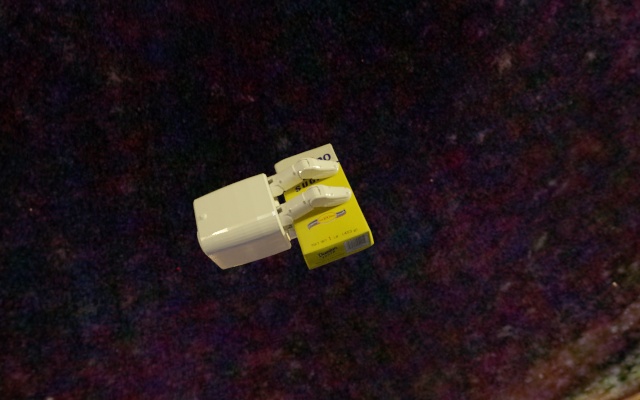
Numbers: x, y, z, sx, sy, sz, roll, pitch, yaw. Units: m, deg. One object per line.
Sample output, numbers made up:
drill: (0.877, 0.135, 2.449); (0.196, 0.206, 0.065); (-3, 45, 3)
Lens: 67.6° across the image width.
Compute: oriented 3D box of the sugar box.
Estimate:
sugar box: (0.000, 0.002, 0.671); (0.093, 0.176, 0.048); (-20, -38, -3)
